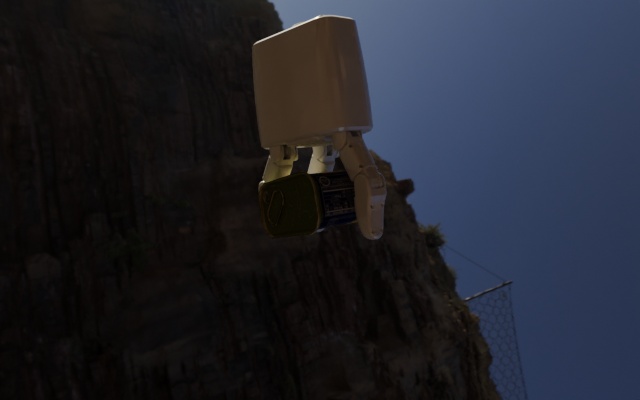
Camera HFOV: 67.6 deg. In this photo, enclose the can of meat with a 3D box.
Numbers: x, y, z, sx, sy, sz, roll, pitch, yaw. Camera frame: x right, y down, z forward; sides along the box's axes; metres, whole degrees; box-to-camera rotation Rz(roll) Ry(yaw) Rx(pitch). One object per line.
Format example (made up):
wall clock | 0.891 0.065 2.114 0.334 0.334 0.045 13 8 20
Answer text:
can of meat | 0.000 0.002 0.474 0.084 0.057 0.102 -8 -2 -36
